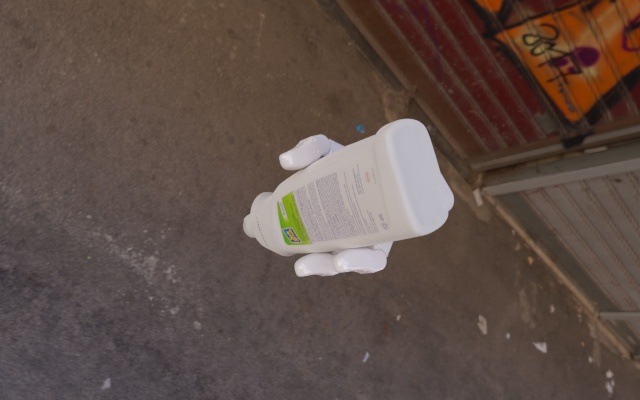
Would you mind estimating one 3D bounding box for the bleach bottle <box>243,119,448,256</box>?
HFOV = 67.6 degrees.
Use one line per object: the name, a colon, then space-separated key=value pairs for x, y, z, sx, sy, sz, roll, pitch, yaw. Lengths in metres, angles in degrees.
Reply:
bleach bottle: x=0.000 y=0.002 z=0.488 sx=0.068 sy=0.102 sz=0.251 roll=-19 pitch=3 yaw=-44
